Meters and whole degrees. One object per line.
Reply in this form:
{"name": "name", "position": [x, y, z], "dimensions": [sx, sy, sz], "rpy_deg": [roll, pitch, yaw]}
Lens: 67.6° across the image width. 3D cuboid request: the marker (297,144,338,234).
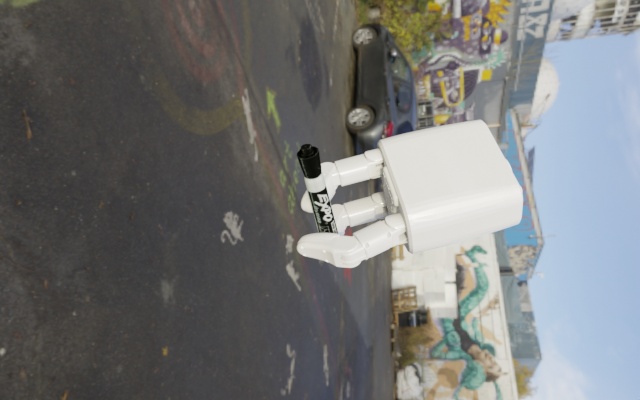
{"name": "marker", "position": [0.000, 0.001, 0.427], "dimensions": [0.020, 0.121, 0.020], "rpy_deg": [-9, 39, 7]}
